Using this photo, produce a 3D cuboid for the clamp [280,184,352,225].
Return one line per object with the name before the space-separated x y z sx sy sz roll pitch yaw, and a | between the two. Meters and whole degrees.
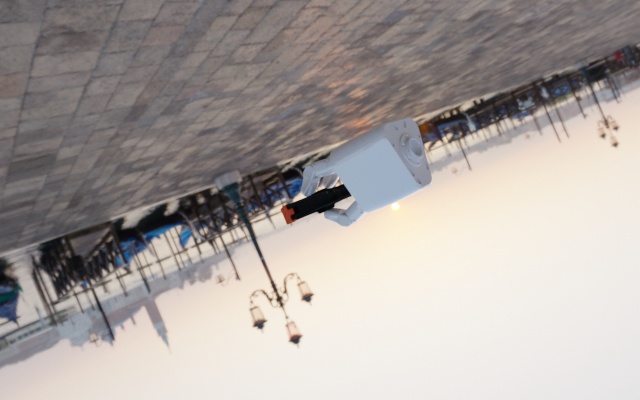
clamp | 0.000 0.003 0.805 0.210 0.036 0.164 -22 -4 -46
